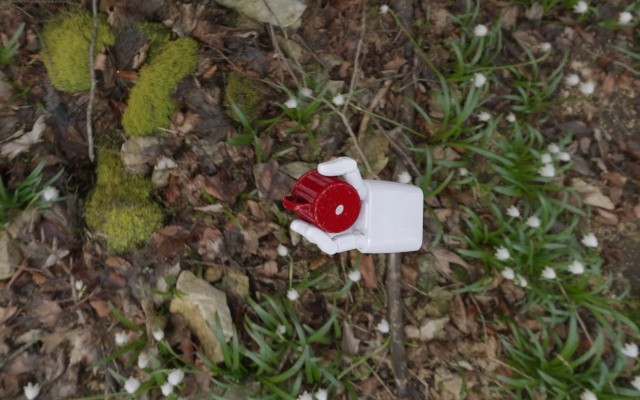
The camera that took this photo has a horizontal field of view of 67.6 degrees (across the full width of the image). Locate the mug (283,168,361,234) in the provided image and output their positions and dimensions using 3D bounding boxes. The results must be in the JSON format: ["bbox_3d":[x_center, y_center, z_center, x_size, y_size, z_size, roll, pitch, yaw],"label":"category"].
[{"bbox_3d":[-0.001,0.002,0.739,0.117,0.093,0.081,0,14,-24],"label":"mug"}]
